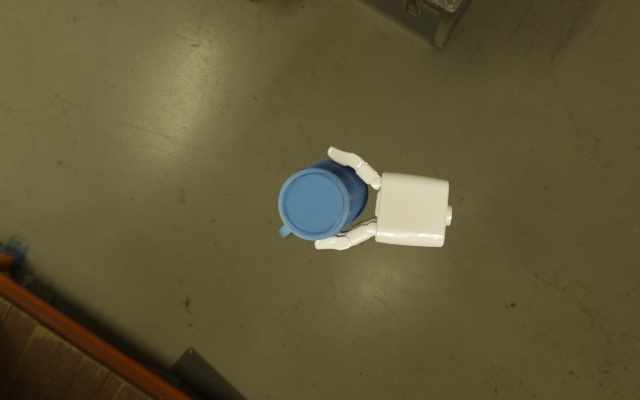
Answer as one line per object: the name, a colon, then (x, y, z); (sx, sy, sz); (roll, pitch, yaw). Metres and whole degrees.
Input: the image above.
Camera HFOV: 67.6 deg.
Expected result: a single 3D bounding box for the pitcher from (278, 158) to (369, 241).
pitcher: (0.000, 0.003, 0.804); (0.145, 0.149, 0.243); (8, 6, 9)
